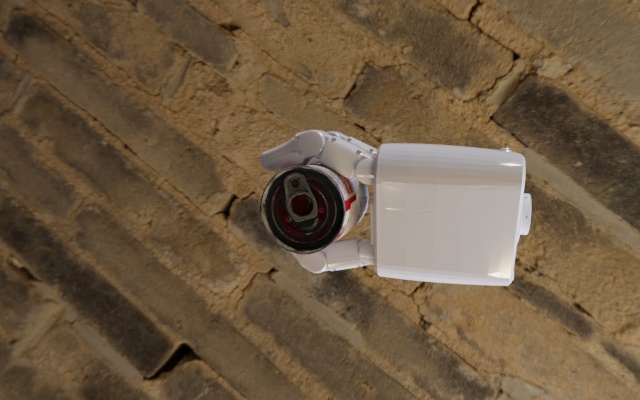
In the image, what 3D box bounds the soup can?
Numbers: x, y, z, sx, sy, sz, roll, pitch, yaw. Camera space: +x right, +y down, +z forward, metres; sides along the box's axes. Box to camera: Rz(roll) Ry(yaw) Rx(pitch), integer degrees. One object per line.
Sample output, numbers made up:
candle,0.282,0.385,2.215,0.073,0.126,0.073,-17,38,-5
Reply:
soup can,0.000,0.001,0.407,0.068,0.068,0.102,0,7,17
